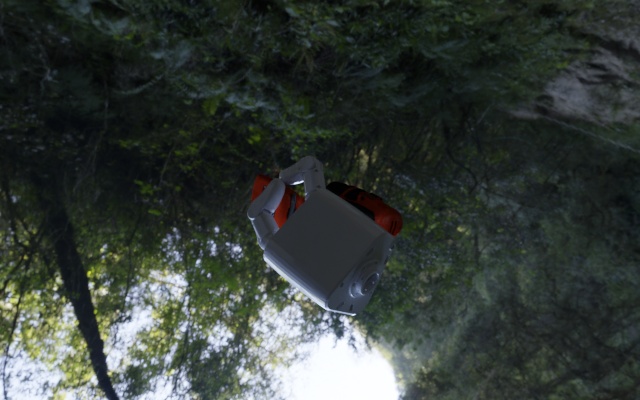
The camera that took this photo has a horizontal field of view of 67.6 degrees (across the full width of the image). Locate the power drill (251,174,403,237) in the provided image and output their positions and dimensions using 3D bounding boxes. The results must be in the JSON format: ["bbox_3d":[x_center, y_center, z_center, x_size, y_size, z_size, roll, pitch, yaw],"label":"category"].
[{"bbox_3d":[0.000,0.002,0.691,0.187,0.057,0.184,4,13,-30],"label":"power drill"}]
